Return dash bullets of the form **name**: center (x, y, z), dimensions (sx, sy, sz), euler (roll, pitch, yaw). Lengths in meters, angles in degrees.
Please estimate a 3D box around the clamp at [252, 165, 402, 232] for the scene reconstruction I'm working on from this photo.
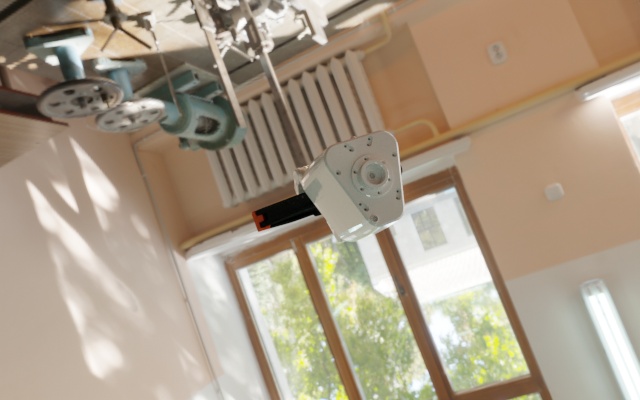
- **clamp**: center (0.000, 0.003, 0.701), dimensions (0.210, 0.036, 0.164), euler (-19, -8, -17)
